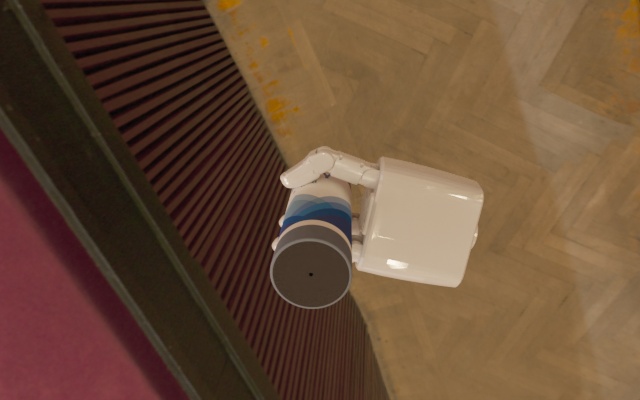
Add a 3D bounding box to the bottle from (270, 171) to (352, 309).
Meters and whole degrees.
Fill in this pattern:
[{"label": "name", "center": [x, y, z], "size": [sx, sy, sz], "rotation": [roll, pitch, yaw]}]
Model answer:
[{"label": "bottle", "center": [0.000, 0.002, 0.516], "size": [0.069, 0.069, 0.295], "rotation": [0, 23, 3]}]
